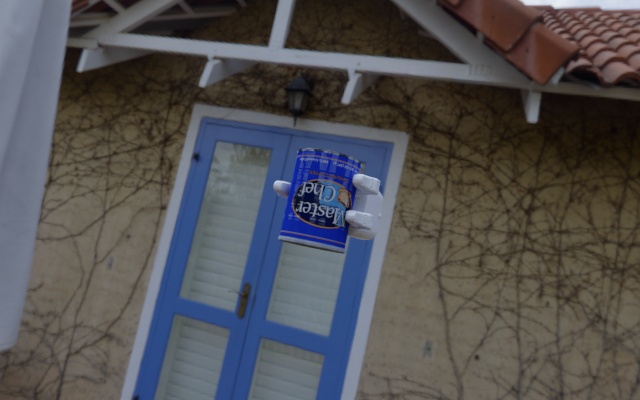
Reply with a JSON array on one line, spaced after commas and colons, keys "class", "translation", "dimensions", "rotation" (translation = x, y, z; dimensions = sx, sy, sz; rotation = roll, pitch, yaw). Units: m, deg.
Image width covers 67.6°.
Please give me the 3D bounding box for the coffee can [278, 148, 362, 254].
[{"class": "coffee can", "translation": [0.000, 0.002, 0.728], "dimensions": [0.103, 0.140, 0.103], "rotation": [12, -7, 1]}]
